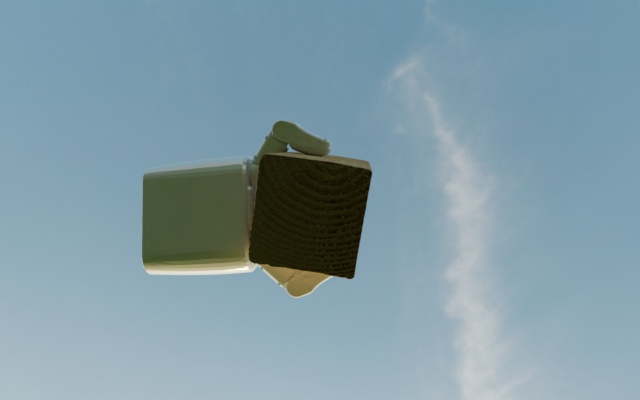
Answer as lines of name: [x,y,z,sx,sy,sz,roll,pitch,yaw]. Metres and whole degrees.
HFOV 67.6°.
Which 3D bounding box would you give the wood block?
wood block: [0.000,0.001,0.475,0.090,0.091,0.206,9,7,4]
